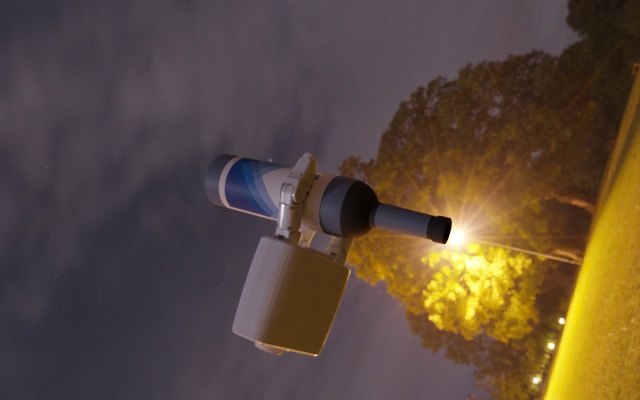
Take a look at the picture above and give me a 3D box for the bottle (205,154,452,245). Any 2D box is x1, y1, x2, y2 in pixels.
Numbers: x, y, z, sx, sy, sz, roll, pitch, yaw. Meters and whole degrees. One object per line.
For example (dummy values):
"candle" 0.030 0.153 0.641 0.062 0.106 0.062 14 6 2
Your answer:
"bottle" 0.000 0.002 0.540 0.295 0.069 0.069 13 6 29
